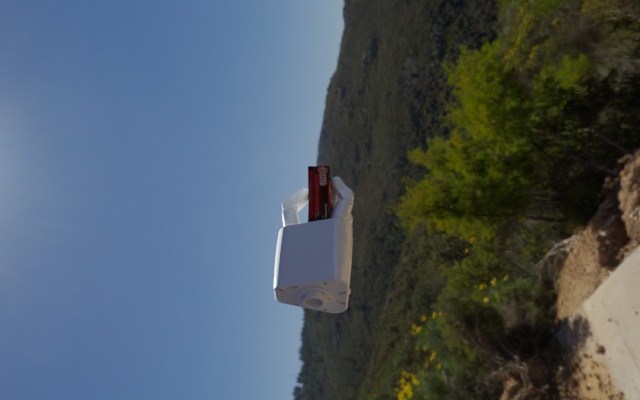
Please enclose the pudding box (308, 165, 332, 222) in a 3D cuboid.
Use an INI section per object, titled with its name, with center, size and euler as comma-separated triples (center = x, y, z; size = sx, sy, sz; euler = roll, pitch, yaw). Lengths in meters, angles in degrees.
[pudding box]
center = 0.000, 0.003, 0.769
size = 0.039, 0.090, 0.113
euler = 0, -14, 1
